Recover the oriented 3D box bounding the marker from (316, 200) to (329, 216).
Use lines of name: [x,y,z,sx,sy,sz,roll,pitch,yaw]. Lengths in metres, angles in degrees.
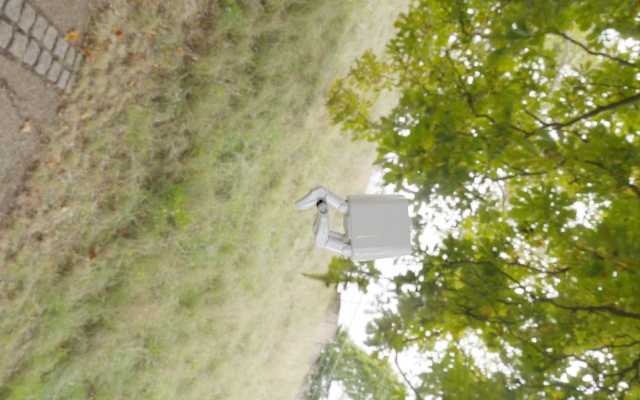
marker: [0.000,0.003,0.853,0.020,0.020,0.121,0,13,-5]
